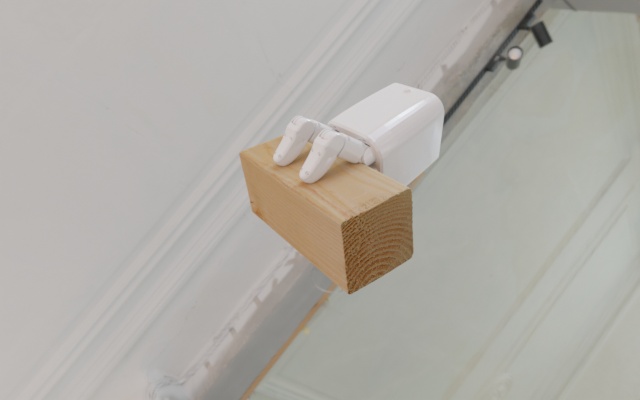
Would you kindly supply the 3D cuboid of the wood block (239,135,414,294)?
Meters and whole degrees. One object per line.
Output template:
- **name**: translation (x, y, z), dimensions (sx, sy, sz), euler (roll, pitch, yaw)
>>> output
- **wood block**: translation (0.000, 0.002, 0.541), dimensions (0.090, 0.091, 0.206), euler (-26, 36, -25)
